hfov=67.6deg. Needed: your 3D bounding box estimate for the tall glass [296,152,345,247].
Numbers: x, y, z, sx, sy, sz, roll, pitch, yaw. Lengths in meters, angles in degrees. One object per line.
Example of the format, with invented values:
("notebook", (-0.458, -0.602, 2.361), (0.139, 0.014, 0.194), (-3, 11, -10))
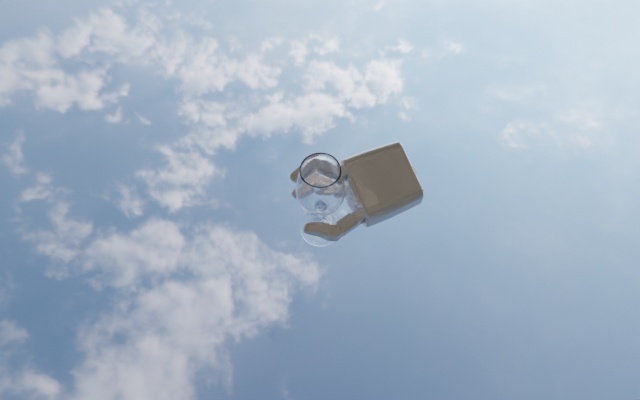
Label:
("tall glass", (0.000, 0.003, 0.784), (0.079, 0.079, 0.201), (0, -28, 0))
